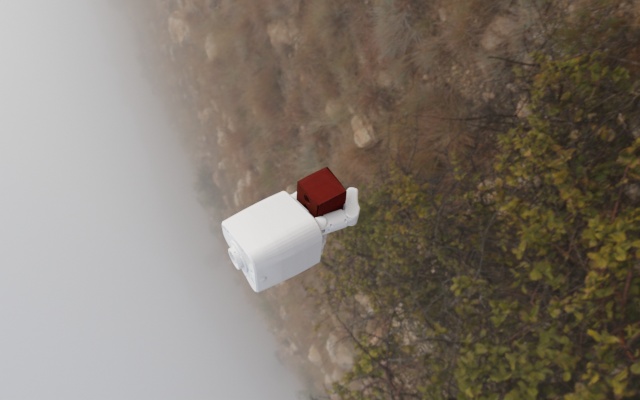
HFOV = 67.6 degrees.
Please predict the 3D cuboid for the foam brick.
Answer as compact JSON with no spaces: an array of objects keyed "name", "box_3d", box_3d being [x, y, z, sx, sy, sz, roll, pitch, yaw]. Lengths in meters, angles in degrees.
[{"name":"foam brick","box_3d":[0.000,0.002,0.690,0.051,0.053,0.078,-26,-32,-22]}]
